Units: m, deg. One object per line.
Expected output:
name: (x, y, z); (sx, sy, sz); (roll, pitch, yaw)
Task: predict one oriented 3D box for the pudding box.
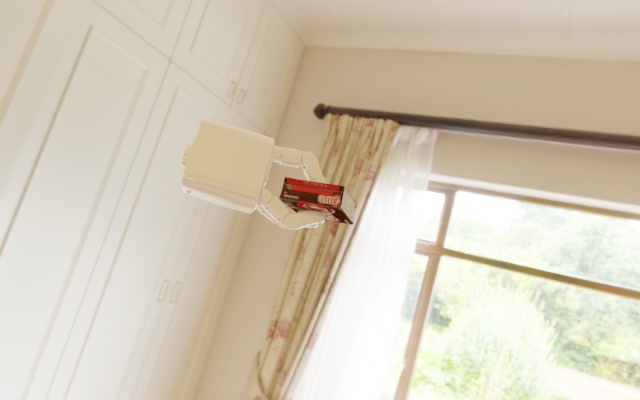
pudding box: (0.000, 0.002, 0.704); (0.090, 0.039, 0.113); (10, -9, 16)
